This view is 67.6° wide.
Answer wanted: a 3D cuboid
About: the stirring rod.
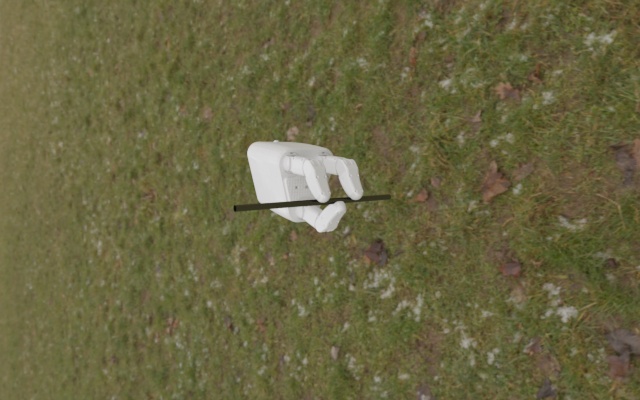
[{"bbox_3d":[0.000,0.002,0.618,0.239,0.011,0.011,-4,2,-35],"label":"stirring rod"}]
